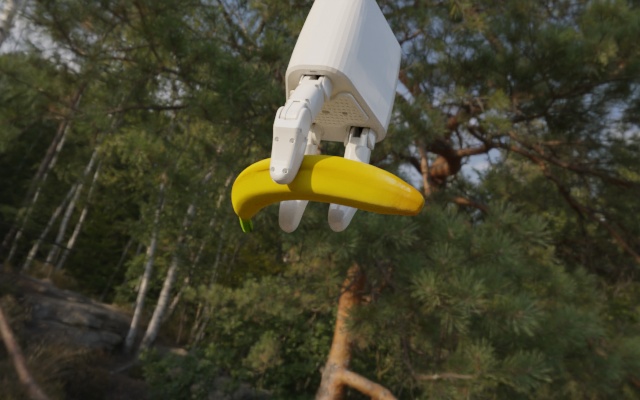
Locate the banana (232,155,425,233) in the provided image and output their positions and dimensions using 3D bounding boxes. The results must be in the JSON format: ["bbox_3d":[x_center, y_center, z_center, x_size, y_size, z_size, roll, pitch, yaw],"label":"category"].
[{"bbox_3d":[-0.013,-0.009,0.396,0.198,0.037,0.070,-6,-40,40],"label":"banana"}]
